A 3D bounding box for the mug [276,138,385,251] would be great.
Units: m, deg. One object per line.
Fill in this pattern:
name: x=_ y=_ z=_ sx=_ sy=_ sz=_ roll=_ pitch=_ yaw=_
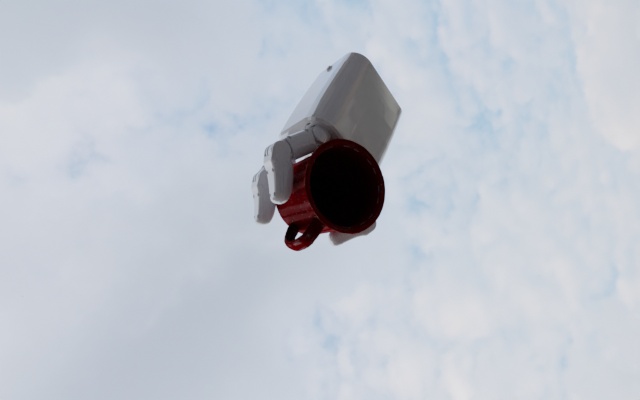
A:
mug: x=-0.001 y=0.003 z=0.485 sx=0.093 sy=0.117 sz=0.081 roll=38 pitch=-26 yaw=-20
